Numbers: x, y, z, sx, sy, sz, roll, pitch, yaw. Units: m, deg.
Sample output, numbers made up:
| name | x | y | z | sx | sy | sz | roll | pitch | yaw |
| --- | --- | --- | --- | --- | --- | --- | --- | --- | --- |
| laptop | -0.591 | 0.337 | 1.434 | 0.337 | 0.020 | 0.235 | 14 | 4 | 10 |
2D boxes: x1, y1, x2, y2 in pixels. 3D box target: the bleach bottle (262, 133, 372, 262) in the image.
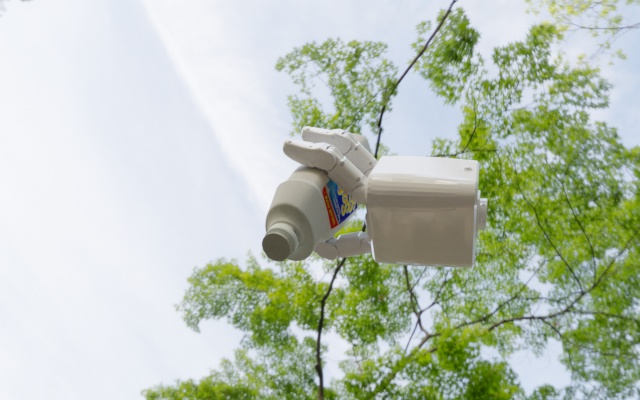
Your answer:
| name | x | y | z | sx | sy | sz | roll | pitch | yaw |
| --- | --- | --- | --- | --- | --- | --- | --- | --- | --- |
| bleach bottle | 0.000 | 0.002 | 0.533 | 0.068 | 0.103 | 0.250 | 3 | 23 | 18 |
